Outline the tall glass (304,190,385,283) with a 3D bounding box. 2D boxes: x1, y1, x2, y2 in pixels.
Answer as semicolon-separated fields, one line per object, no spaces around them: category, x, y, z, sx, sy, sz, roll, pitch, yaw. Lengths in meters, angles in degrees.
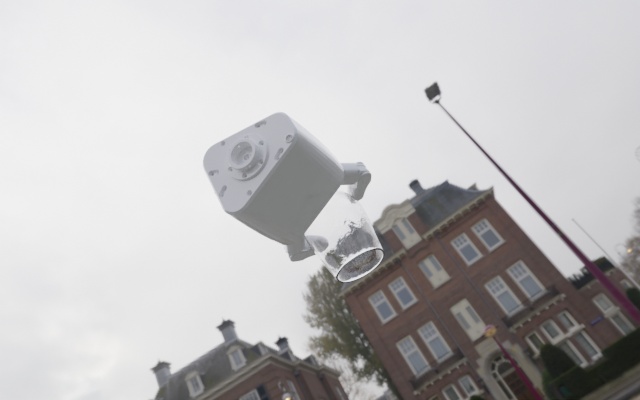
tall glass;0.000;0.001;0.585;0.079;0.201;0.079;-23;-33;-15
